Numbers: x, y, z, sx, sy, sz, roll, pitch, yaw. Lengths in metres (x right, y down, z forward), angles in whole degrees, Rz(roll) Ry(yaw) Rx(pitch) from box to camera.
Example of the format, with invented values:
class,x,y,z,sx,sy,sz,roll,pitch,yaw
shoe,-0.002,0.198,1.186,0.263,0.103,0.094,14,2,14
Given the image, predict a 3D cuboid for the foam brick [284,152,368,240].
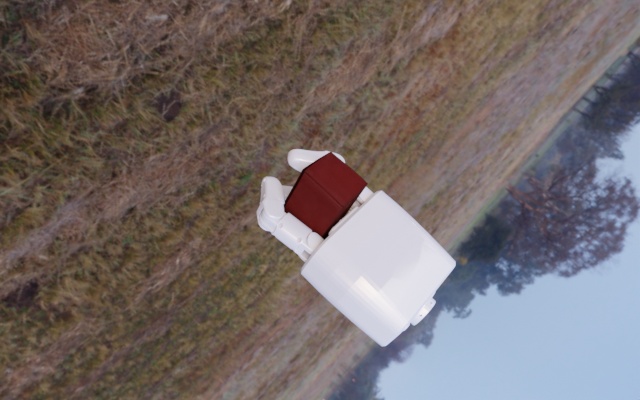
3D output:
class,x,y,z,sx,sy,sz,roll,pitch,yaw
foam brick,0.000,0.001,0.472,0.053,0.051,0.078,-39,-14,-47
